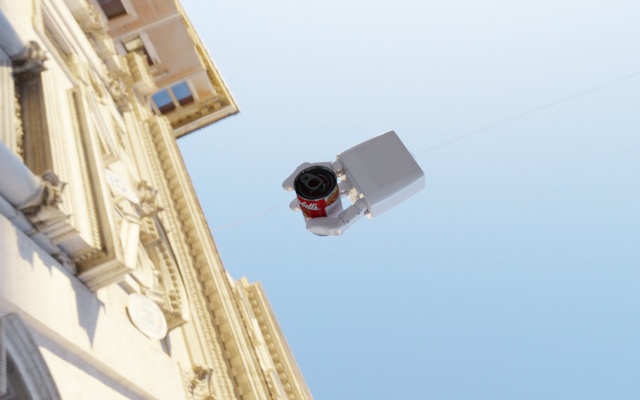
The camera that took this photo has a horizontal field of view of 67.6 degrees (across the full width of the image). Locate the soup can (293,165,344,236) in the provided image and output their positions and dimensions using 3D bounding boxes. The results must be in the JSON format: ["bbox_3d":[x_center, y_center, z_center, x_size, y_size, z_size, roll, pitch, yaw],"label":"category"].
[{"bbox_3d":[0.000,0.003,0.761,0.068,0.068,0.102,0,-37,11],"label":"soup can"}]
